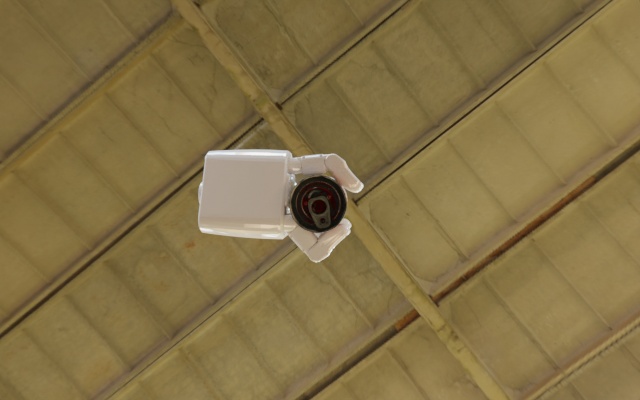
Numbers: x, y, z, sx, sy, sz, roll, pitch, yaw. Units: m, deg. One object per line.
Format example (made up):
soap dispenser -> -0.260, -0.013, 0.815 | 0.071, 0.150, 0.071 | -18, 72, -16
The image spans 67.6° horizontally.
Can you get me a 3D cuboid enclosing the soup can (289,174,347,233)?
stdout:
soup can -> 0.001, 0.002, 0.600 | 0.068, 0.068, 0.102 | 0, 2, 4
